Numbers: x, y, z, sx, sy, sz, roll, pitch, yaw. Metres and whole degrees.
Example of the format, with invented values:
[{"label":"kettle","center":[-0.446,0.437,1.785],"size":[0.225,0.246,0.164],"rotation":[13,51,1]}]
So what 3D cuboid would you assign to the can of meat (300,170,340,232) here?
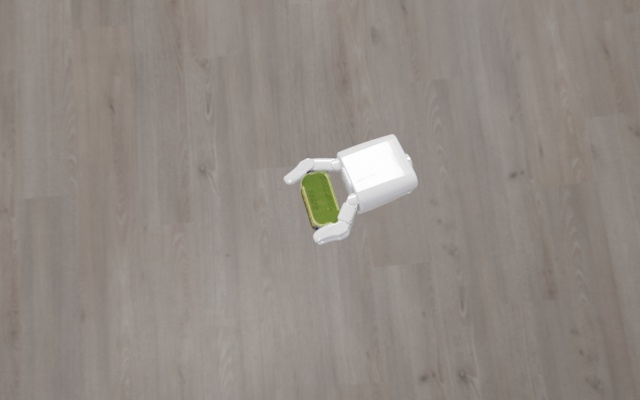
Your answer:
[{"label":"can of meat","center":[0.000,0.003,0.842],"size":[0.057,0.102,0.084],"rotation":[-18,-8,-3]}]
